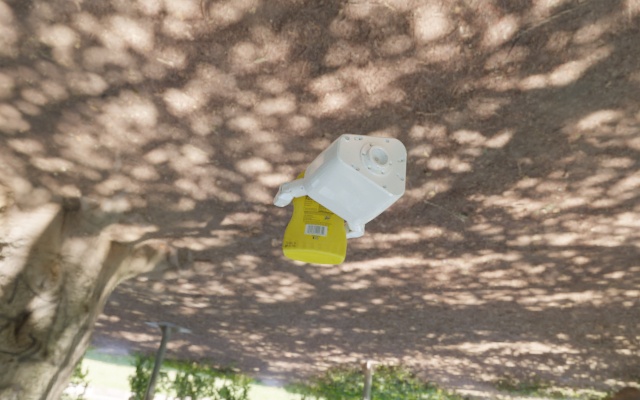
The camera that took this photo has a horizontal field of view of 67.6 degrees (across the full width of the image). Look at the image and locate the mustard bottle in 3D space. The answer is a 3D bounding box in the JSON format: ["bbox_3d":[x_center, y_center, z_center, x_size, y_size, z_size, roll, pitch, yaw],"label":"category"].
[{"bbox_3d":[0.000,0.003,0.761,0.096,0.191,0.058,6,-27,3],"label":"mustard bottle"}]
